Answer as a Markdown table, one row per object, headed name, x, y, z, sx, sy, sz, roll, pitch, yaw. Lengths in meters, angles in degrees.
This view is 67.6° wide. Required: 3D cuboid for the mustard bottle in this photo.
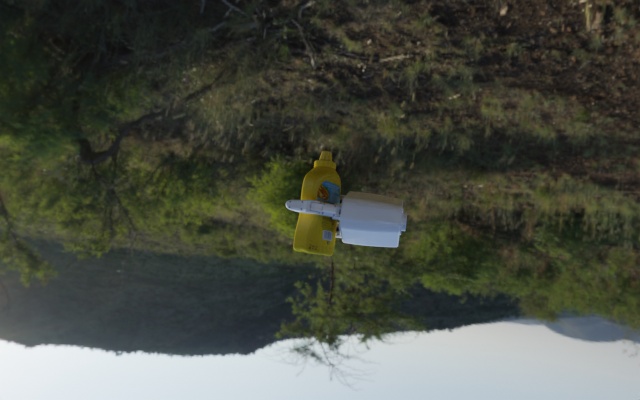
| name | x | y | z | sx | sy | sz | roll | pitch | yaw |
| --- | --- | --- | --- | --- | --- | --- | --- | --- | --- |
| mustard bottle | 0.000 | 0.003 | 0.881 | 0.058 | 0.191 | 0.096 | 3 | -9 | 34 |
